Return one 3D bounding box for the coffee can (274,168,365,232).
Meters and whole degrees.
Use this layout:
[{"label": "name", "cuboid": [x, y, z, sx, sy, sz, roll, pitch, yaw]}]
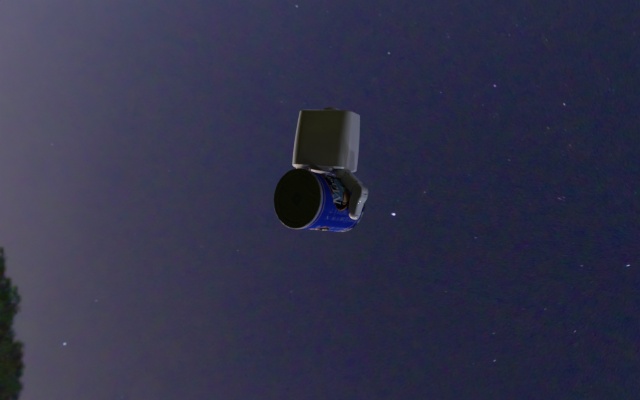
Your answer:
[{"label": "coffee can", "cuboid": [0.000, 0.003, 0.857, 0.103, 0.103, 0.140, 0, -5, 36]}]
